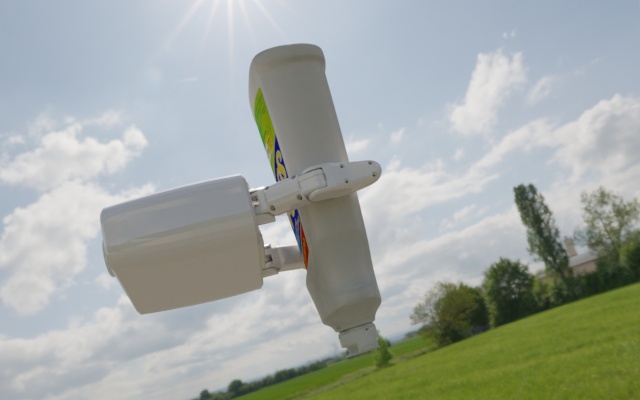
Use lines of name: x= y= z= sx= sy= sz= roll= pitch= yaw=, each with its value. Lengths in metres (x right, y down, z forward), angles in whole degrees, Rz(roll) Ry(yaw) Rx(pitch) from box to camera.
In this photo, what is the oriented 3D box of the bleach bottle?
bleach bottle: x=0.000 y=0.001 z=0.402 sx=0.068 sy=0.250 sz=0.103 roll=-12 pitch=-18 yaw=-14
